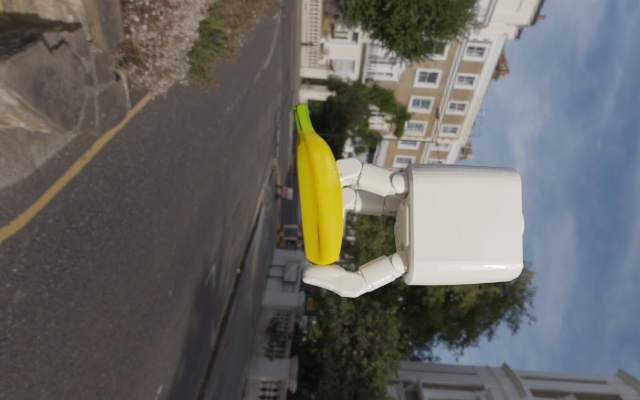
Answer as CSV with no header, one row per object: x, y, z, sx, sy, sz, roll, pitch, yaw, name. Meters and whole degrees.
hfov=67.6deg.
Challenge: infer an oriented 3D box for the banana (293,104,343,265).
0.001,0.012,0.432,0.037,0.069,0.198,-3,-44,0,banana
